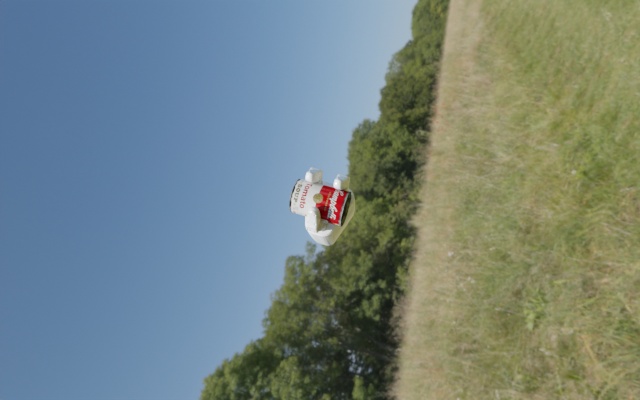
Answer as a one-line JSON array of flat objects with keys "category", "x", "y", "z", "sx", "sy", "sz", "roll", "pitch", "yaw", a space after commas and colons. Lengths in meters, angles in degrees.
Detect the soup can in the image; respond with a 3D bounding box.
[{"category": "soup can", "x": 0.000, "y": 0.003, "z": 0.897, "sx": 0.102, "sy": 0.068, "sz": 0.068, "roll": 16, "pitch": 3, "yaw": 12}]
